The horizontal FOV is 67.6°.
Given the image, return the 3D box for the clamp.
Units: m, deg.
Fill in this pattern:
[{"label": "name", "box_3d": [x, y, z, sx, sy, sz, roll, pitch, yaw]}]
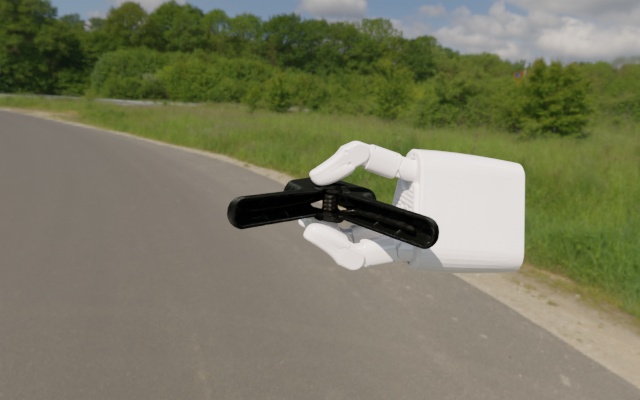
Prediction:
[{"label": "clamp", "box_3d": [0.000, 0.001, 0.453, 0.164, 0.036, 0.210, 6, 10, -8]}]
